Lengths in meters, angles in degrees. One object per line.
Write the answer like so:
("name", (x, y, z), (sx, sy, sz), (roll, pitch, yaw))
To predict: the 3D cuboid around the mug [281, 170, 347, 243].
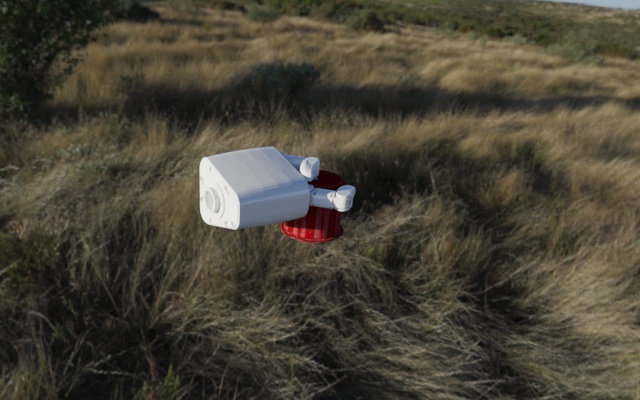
("mug", (0.001, 0.002, 0.700), (0.117, 0.081, 0.093), (-13, 28, -38))
